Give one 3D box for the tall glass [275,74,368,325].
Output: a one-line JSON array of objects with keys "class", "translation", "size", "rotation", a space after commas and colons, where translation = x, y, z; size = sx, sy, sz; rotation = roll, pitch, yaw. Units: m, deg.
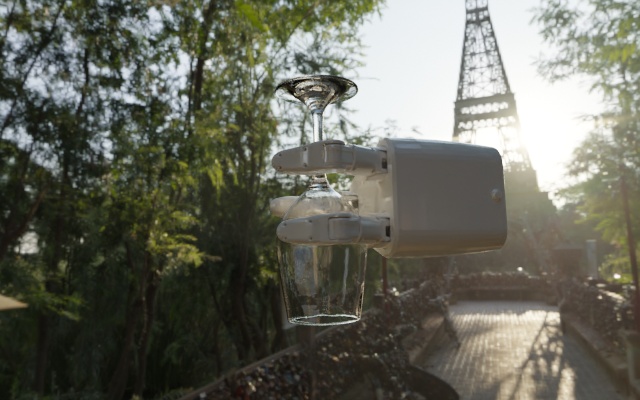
[{"class": "tall glass", "translation": [0.000, 0.001, 0.411], "size": [0.079, 0.201, 0.079], "rotation": [-1, -7, 0]}]
